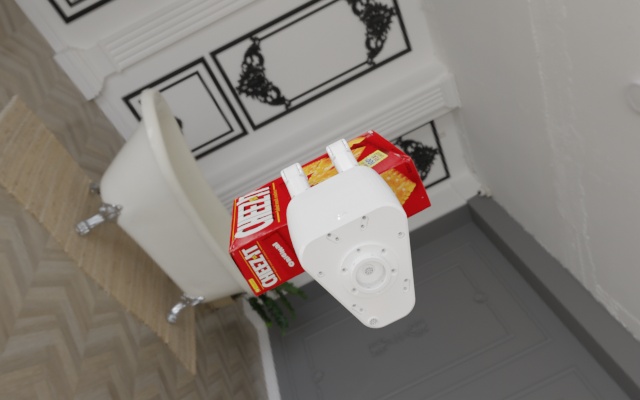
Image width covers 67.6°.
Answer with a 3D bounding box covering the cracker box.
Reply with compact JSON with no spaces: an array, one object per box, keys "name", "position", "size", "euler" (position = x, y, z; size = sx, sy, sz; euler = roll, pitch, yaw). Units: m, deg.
[{"name":"cracker box","position":[0.000,0.002,0.571],"size":[0.214,0.072,0.164],"euler":[-27,21,2]}]
